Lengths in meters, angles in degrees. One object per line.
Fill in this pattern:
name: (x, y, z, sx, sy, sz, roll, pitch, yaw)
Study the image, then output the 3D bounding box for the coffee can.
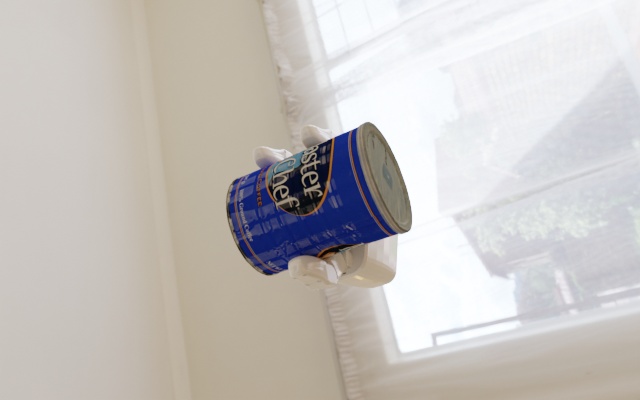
coffee can: (0.000, 0.001, 0.441, 0.140, 0.103, 0.103, -21, -8, 22)
